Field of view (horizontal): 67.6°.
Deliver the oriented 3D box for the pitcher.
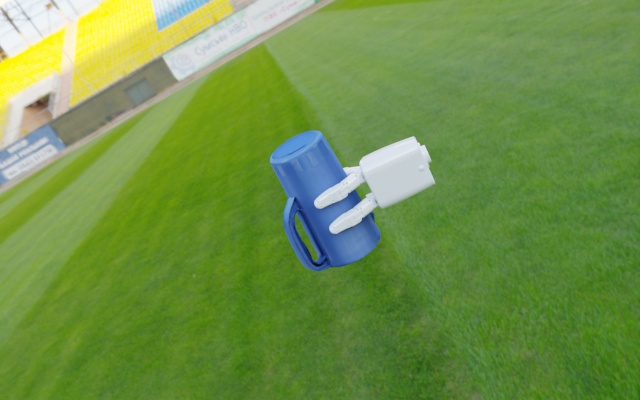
[{"bbox_3d":[0.000,0.003,0.895,0.145,0.243,0.149,-23,23,15],"label":"pitcher"}]
